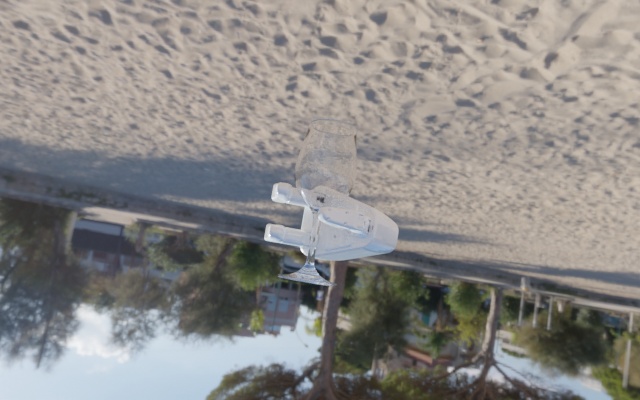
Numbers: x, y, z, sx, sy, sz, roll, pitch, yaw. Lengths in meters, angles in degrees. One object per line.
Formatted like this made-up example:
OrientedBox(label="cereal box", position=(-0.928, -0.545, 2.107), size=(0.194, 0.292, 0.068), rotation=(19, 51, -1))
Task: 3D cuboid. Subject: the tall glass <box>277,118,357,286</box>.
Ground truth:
OrientedBox(label="tall glass", position=(0.000, 0.003, 0.601), size=(0.079, 0.201, 0.079), rotation=(9, -7, 1))
